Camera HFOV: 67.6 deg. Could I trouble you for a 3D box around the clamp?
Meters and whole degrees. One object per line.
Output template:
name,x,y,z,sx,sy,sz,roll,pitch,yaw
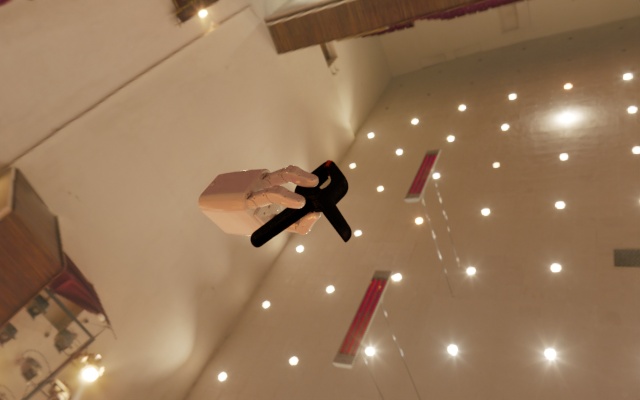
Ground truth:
clamp,0.000,0.003,0.769,0.164,0.036,0.210,0,38,29
